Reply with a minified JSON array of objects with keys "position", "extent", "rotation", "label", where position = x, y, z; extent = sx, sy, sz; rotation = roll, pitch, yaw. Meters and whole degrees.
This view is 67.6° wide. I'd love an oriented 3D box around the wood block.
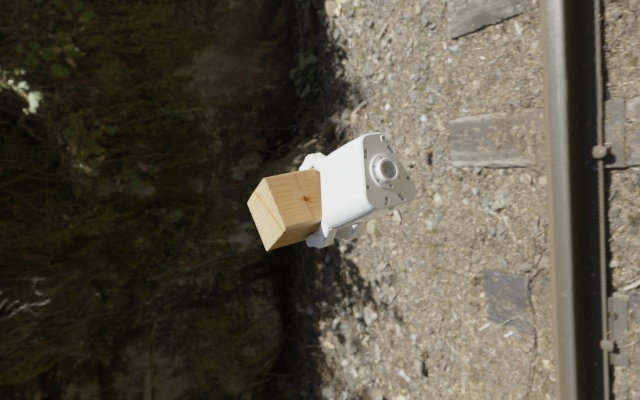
[{"position":[0.000,0.002,0.785],"extent":[0.206,0.090,0.090],"rotation":[-13,-20,-32],"label":"wood block"}]
